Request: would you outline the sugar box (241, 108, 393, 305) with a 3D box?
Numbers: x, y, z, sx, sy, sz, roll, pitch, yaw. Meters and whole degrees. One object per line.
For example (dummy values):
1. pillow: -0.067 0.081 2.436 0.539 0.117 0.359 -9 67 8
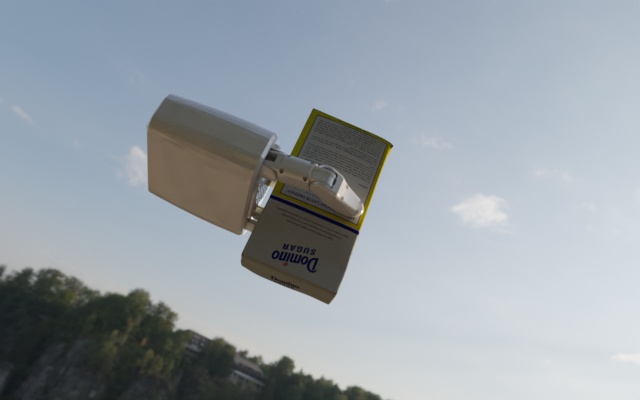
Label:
1. sugar box: 0.000 0.002 0.467 0.093 0.176 0.048 23 -25 1
